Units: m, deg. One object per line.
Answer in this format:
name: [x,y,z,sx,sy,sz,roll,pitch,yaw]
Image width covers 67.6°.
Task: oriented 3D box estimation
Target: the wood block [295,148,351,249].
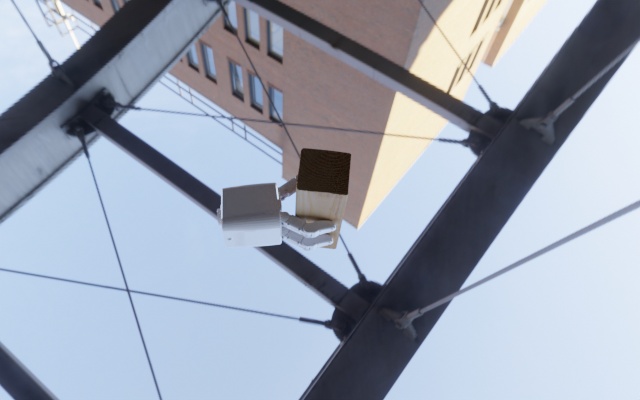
wood block: [0.000,0.003,0.898,0.090,0.090,0.206,6,-31,-1]
